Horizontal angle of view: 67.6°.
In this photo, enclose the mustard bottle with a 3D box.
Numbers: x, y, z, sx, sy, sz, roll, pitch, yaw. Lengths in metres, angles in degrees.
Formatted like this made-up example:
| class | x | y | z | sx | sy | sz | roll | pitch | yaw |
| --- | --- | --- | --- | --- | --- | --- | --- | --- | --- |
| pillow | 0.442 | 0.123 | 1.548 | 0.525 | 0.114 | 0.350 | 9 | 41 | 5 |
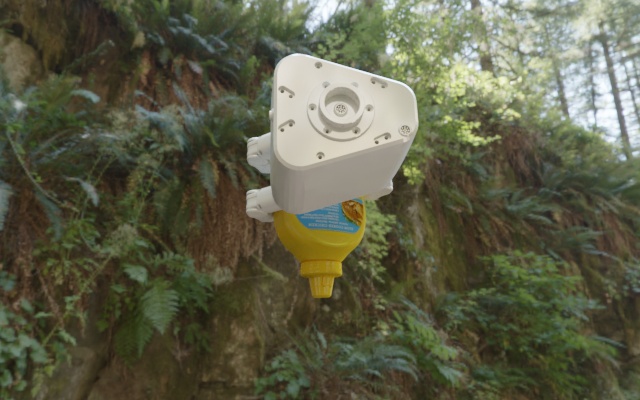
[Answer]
| class | x | y | z | sx | sy | sz | roll | pitch | yaw |
| --- | --- | --- | --- | --- | --- | --- | --- | --- | --- |
| mustard bottle | 0.000 | 0.001 | 0.489 | 0.096 | 0.191 | 0.058 | 8 | -19 | -28 |
